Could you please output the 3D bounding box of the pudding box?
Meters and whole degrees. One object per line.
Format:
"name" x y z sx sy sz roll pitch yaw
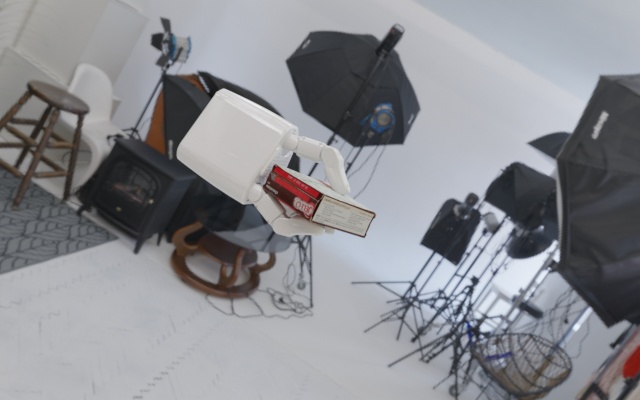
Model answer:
"pudding box" 0.000 0.002 0.569 0.090 0.039 0.113 34 11 39
